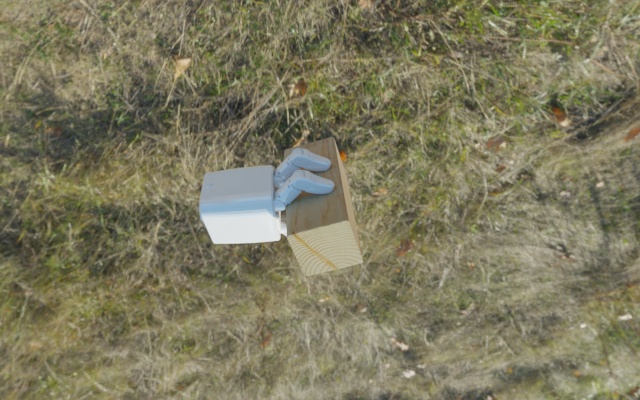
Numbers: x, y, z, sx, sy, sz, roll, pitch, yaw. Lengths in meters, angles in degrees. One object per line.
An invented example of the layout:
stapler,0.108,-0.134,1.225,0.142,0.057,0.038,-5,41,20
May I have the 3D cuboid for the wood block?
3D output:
wood block,0.000,0.003,0.739,0.090,0.091,0.206,-15,40,7
